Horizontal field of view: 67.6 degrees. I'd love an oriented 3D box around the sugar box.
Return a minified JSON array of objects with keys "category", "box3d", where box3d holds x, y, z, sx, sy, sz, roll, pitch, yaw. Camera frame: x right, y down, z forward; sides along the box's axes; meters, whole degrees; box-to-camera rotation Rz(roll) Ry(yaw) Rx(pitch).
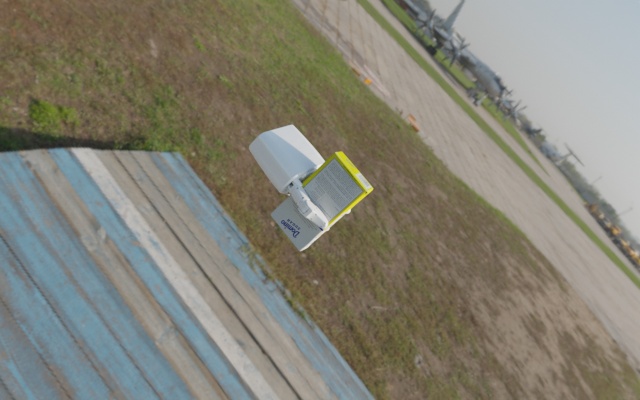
[{"category":"sugar box","box3d":[0.000,0.003,0.874,0.176,0.093,0.048,-42,-8,23]}]
